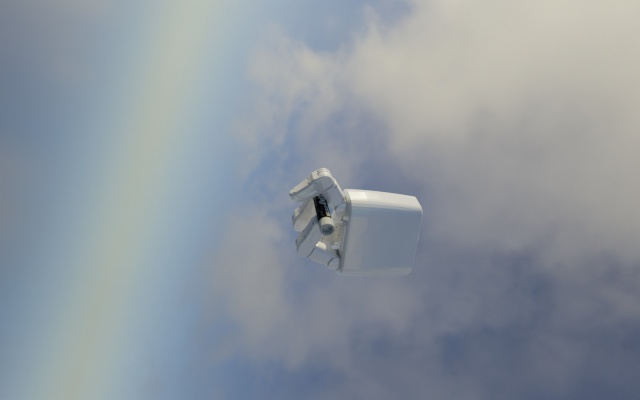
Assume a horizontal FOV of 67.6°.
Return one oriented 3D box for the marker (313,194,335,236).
[{"bbox_3d":[0.000,0.002,0.628,0.020,0.020,0.121,0,34,-10],"label":"marker"}]
